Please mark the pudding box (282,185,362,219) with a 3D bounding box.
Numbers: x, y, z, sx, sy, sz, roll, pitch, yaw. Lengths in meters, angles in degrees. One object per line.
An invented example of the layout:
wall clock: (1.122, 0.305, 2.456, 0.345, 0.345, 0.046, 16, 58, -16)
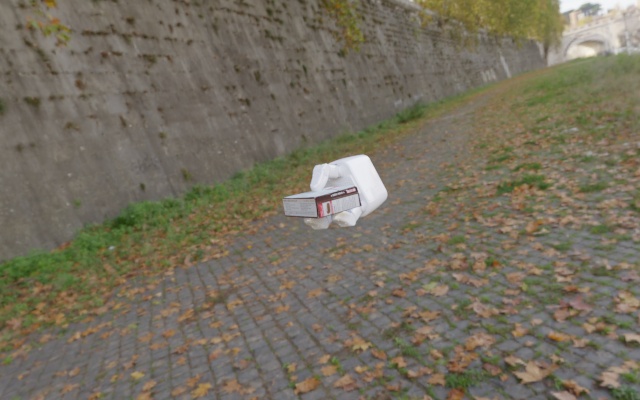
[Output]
pudding box: (0.000, 0.002, 0.812, 0.090, 0.039, 0.113, -16, 7, -31)
